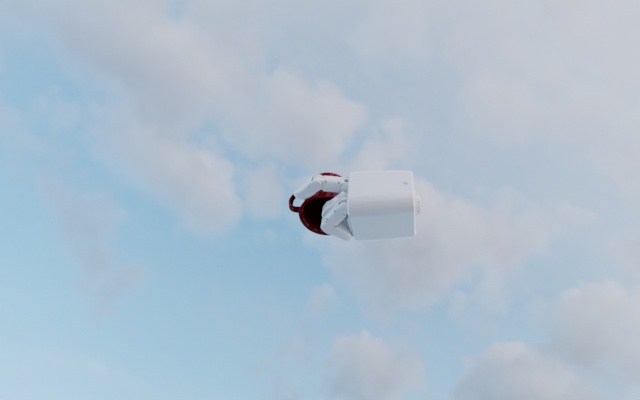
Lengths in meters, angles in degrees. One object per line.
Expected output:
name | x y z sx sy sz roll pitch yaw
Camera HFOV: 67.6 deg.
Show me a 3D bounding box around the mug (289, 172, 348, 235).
mug | -0.001 0.003 0.873 0.117 0.093 0.081 -1 39 9
